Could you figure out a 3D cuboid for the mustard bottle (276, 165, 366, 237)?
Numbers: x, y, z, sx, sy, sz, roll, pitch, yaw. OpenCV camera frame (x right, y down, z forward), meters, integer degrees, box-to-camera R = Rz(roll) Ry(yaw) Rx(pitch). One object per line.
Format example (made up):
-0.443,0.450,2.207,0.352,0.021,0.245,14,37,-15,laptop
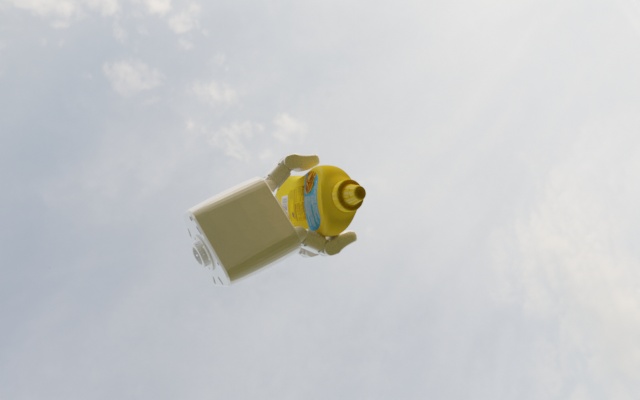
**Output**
0.000,0.002,0.654,0.058,0.096,0.191,1,-8,-29,mustard bottle
